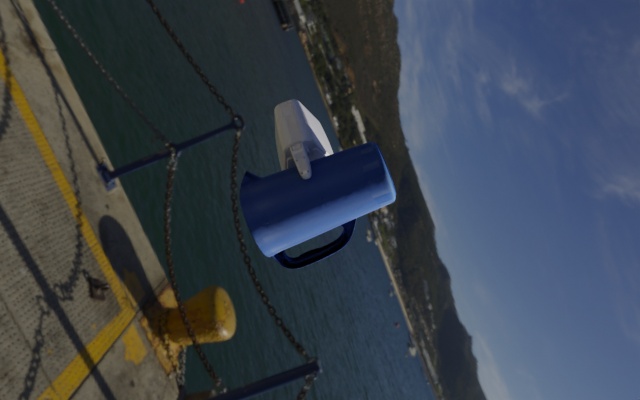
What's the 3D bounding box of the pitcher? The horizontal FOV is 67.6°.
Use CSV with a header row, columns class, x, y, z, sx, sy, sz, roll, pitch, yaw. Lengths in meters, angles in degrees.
class,x,y,z,sx,sy,sz,roll,pitch,yaw
pitcher,0.000,0.002,0.800,0.243,0.145,0.149,-21,-33,5
